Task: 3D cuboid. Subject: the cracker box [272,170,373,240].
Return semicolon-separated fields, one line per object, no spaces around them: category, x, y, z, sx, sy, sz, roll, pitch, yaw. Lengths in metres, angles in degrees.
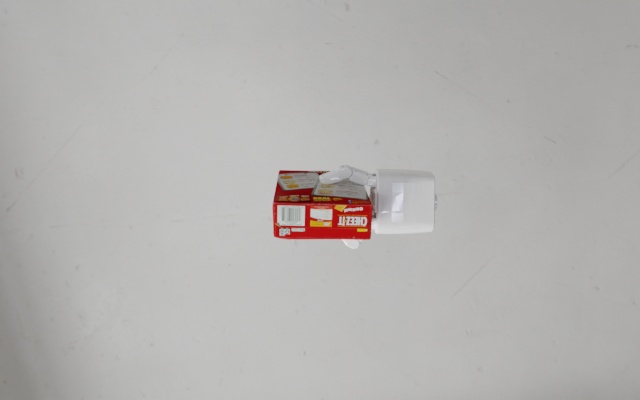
cracker box;0.000;0.003;0.873;0.164;0.072;0.213;1;18;-2
